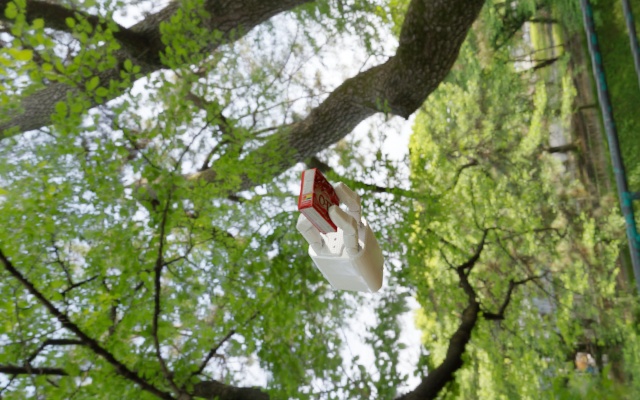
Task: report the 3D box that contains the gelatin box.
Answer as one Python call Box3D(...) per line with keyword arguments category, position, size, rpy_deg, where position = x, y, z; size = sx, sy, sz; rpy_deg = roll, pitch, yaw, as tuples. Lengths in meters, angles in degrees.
Box3D(category="gelatin box", position=(0.000, 0.002, 0.767), size=(0.030, 0.073, 0.089), rpy_deg=(-13, -37, 26))
